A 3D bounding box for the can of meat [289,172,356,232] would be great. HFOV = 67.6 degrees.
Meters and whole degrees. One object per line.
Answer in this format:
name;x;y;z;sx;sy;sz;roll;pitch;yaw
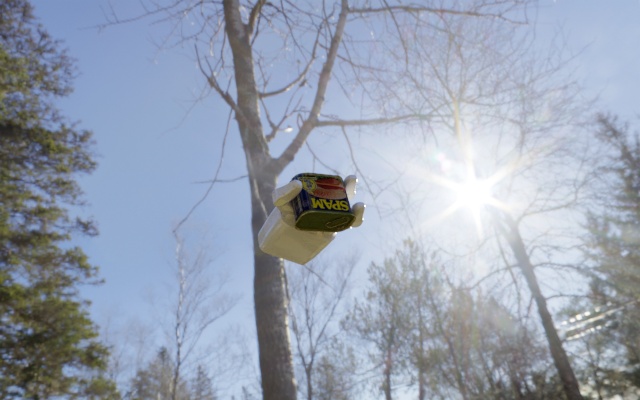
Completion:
can of meat;0.000;0.002;0.806;0.102;0.084;0.057;5;-36;-27
